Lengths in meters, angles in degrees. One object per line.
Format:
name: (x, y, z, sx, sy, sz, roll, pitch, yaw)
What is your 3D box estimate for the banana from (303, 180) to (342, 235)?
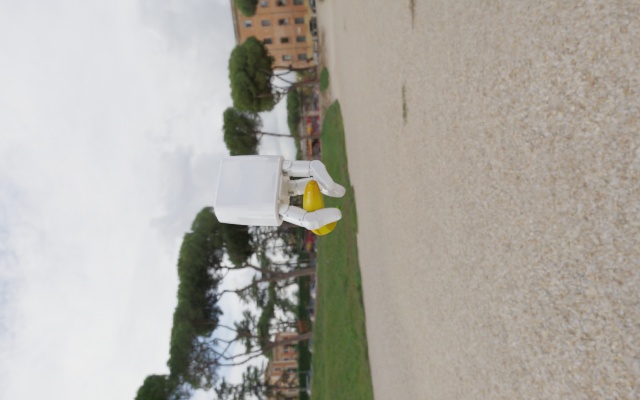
banana: (-0.002, 0.022, 0.827, 0.037, 0.069, 0.198, 6, -12, 14)
